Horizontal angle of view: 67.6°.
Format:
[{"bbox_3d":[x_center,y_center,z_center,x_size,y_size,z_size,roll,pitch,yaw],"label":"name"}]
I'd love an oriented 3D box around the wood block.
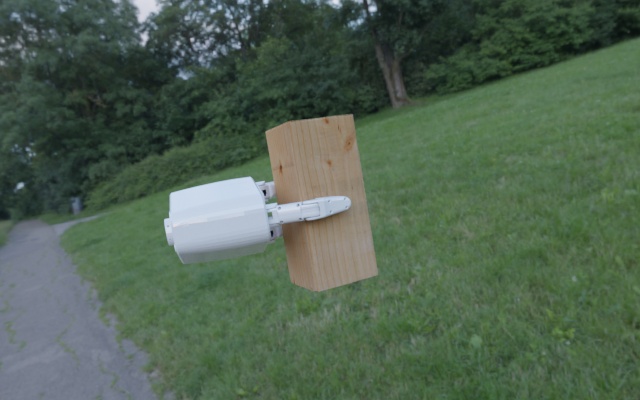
[{"bbox_3d":[0.000,0.002,0.618,0.090,0.206,0.091,-11,4,-25],"label":"wood block"}]
